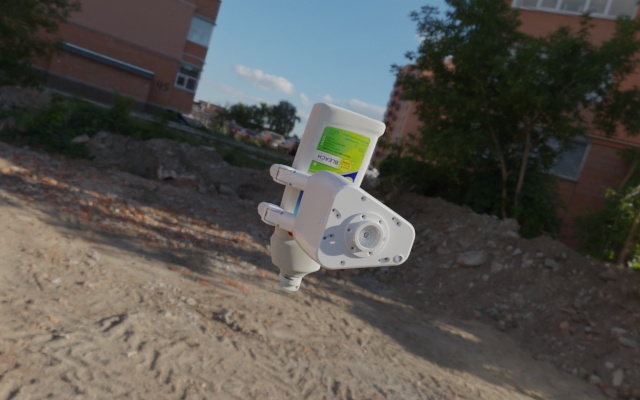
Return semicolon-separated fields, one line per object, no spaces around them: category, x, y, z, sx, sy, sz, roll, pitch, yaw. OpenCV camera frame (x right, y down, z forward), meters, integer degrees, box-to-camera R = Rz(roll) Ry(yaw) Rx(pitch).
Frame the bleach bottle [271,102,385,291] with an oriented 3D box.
bleach bottle;0.000;0.002;0.647;0.102;0.251;0.068;16;6;-16
